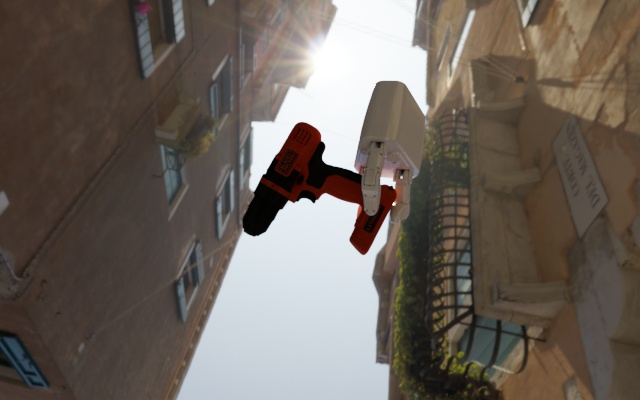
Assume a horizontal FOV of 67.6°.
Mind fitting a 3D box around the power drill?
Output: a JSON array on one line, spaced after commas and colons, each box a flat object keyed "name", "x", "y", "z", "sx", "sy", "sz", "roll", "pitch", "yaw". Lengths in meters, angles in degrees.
[{"name": "power drill", "x": 0.001, "y": 0.002, "z": 0.689, "sx": 0.187, "sy": 0.184, "sz": 0.057, "roll": 29, "pitch": -2, "yaw": 4}]
